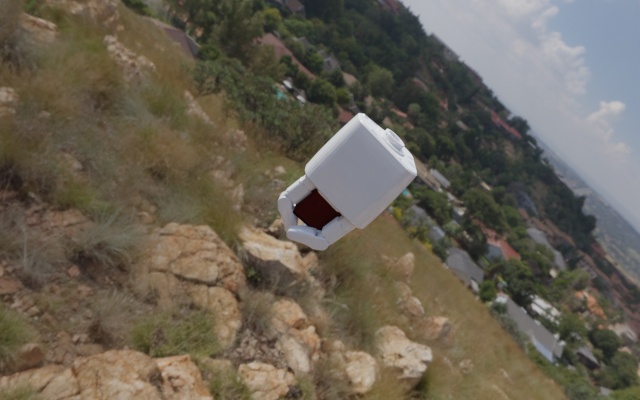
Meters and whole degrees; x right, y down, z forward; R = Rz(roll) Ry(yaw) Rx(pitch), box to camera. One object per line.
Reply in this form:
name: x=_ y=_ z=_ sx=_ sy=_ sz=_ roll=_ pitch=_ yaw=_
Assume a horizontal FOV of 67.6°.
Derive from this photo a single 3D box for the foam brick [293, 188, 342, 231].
foam brick: x=0.000 y=0.002 z=0.691 sx=0.051 sy=0.053 sz=0.078 roll=-43 pitch=15 yaw=21
